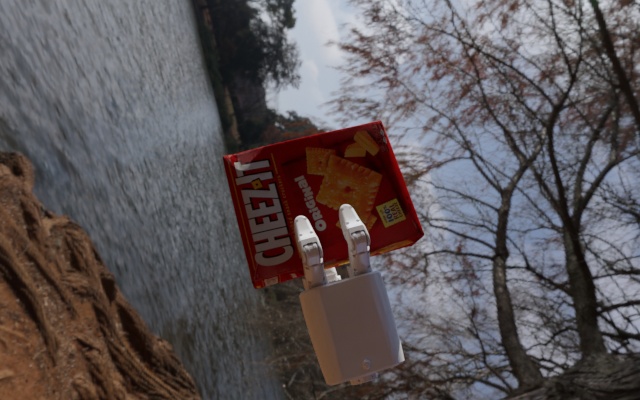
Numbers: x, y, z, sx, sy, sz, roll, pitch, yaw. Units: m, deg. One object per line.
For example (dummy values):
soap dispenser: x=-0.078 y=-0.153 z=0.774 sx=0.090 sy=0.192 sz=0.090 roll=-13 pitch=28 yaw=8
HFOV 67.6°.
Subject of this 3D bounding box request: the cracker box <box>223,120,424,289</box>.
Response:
cracker box: x=0.000 y=0.002 z=0.603 sx=0.213 sy=0.164 sz=0.072 roll=-14 pitch=-17 yaw=-9
